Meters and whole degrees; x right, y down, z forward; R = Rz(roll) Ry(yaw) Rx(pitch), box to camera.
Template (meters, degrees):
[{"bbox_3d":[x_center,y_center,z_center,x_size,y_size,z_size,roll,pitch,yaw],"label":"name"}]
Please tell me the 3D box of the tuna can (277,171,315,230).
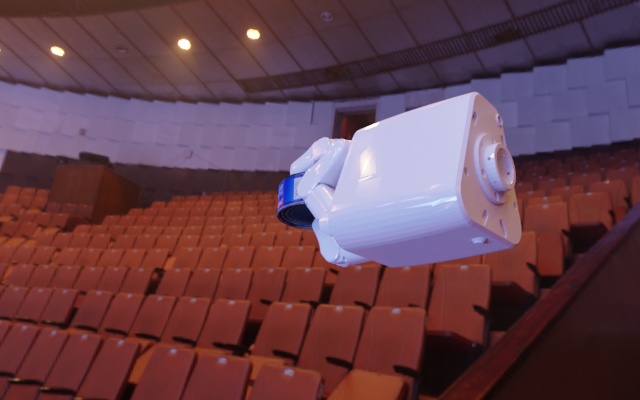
[{"bbox_3d":[0.000,0.001,0.474,0.086,0.033,0.086,1,-21,0],"label":"tuna can"}]
